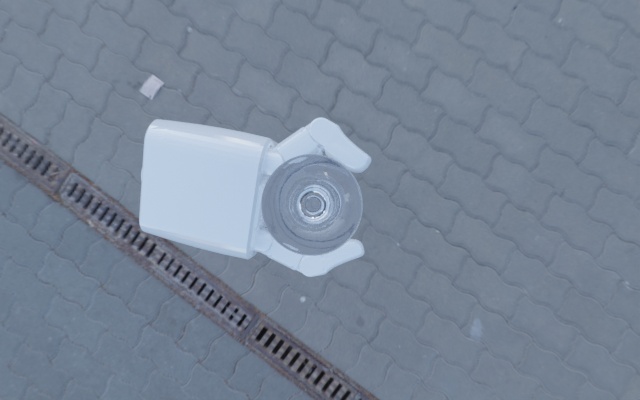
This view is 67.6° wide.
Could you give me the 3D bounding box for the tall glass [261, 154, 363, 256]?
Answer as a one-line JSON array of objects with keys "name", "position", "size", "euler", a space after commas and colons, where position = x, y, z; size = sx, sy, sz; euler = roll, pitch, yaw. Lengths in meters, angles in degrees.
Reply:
[{"name": "tall glass", "position": [0.000, 0.002, 0.444], "size": [0.079, 0.079, 0.201], "euler": [0, 1, 4]}]
